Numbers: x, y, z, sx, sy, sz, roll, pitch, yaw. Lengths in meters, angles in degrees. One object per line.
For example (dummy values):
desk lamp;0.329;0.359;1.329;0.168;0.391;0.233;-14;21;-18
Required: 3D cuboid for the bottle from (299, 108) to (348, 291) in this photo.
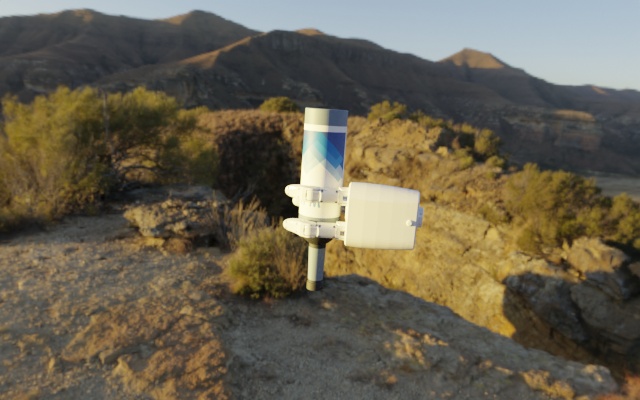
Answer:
bottle;0.000;0.002;0.768;0.069;0.296;0.069;4;11;-1
